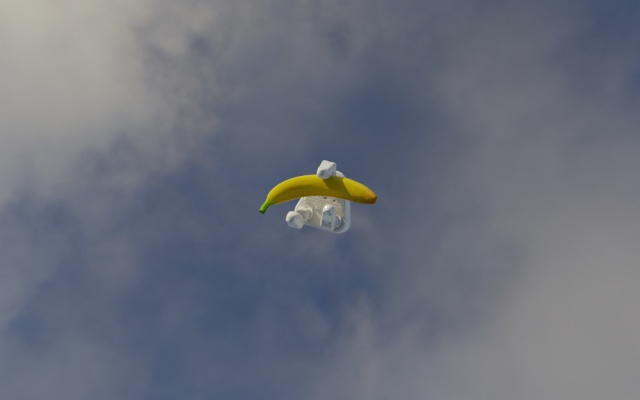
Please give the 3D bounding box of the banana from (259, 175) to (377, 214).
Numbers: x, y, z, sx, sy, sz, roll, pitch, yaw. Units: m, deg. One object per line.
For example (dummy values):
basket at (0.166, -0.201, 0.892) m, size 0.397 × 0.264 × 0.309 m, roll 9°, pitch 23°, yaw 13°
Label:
banana at (-0.004, -0.014, 0.815) m, size 0.198 × 0.069 × 0.037 m, roll -6°, pitch -27°, yaw 5°
